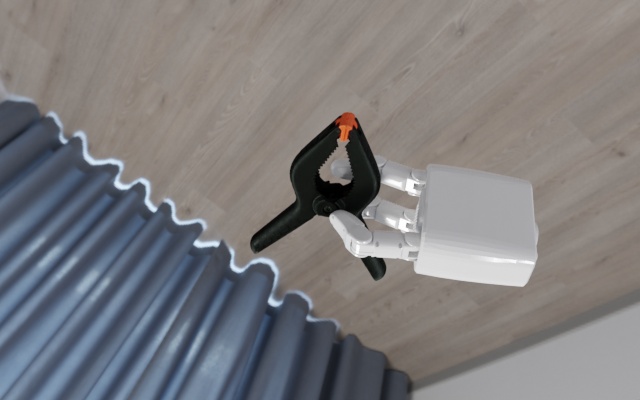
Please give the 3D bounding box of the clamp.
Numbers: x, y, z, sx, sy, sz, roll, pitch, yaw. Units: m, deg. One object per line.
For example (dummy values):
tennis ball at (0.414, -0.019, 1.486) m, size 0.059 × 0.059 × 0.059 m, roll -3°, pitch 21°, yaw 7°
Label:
clamp at (0.000, 0.002, 0.517) m, size 0.164 × 0.210 × 0.036 m, roll 6°, pitch 39°, yaw 5°
